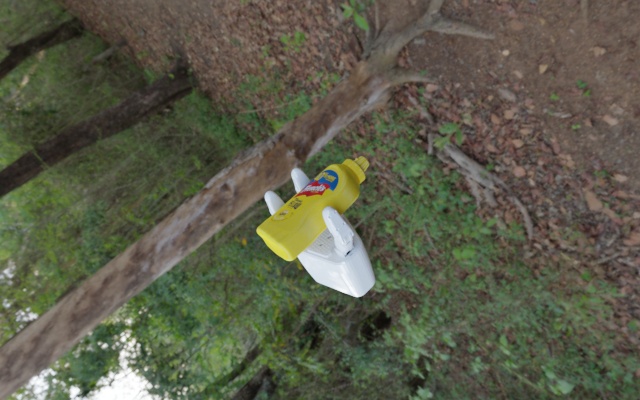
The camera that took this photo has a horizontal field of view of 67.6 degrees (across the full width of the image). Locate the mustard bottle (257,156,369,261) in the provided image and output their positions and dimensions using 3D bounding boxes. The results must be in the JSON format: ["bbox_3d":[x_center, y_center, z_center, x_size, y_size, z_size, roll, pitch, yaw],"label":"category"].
[{"bbox_3d":[0.000,0.002,0.698,0.191,0.058,0.096,-42,23,-15],"label":"mustard bottle"}]
